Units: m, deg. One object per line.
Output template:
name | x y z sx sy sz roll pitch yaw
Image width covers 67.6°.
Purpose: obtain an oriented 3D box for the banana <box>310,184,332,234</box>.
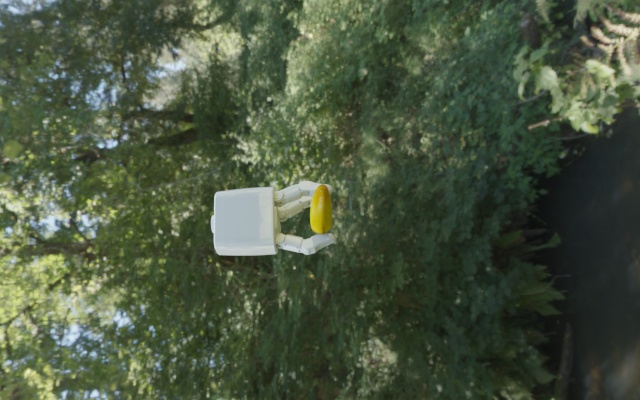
banana | 0.001 0.022 0.814 0.037 0.069 0.198 -2 -7 1
